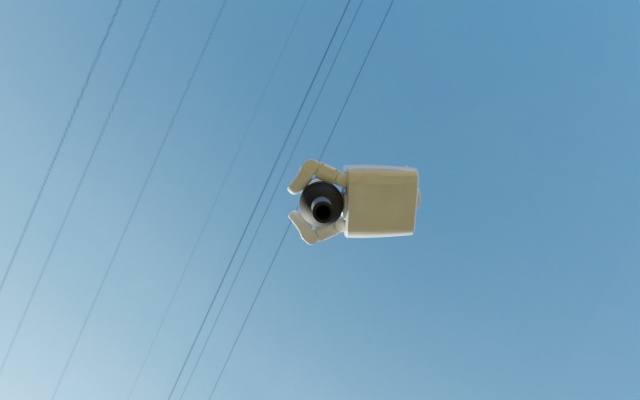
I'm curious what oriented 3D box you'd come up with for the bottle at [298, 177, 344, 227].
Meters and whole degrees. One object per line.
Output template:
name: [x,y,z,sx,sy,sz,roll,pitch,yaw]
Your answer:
bottle: [0.000,0.002,0.735,0.069,0.069,0.295,0,5,-1]
